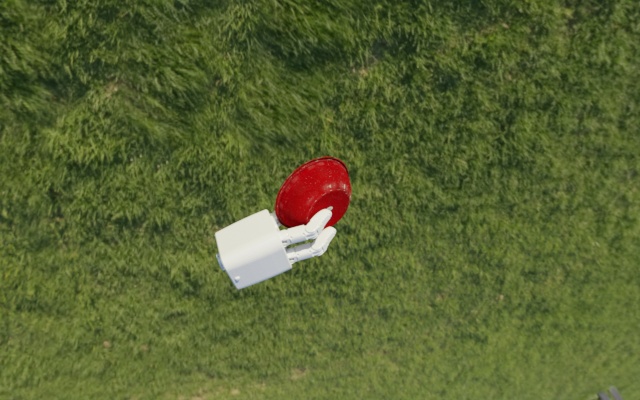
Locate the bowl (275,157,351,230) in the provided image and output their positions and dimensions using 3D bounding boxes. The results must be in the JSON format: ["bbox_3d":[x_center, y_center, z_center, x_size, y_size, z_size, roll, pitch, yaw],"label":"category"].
[{"bbox_3d":[0.001,0.002,0.866,0.162,0.162,0.055,0,35,-42],"label":"bowl"}]
